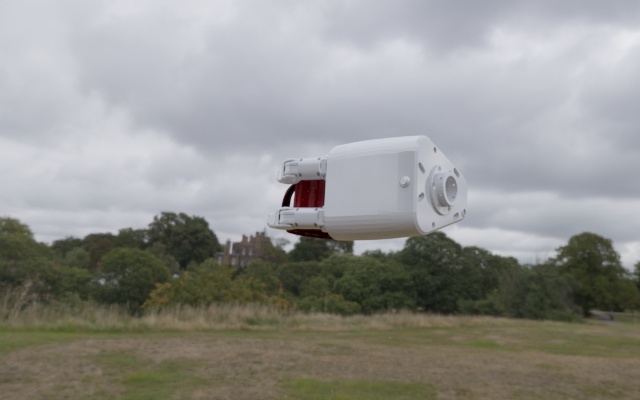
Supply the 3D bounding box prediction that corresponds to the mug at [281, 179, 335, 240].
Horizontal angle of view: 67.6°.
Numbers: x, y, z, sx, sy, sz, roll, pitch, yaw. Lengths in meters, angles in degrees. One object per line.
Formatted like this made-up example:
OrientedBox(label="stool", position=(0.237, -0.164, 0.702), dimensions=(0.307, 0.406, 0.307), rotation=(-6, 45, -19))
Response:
OrientedBox(label="mug", position=(-0.001, 0.002, 0.577), dimensions=(0.117, 0.081, 0.093), rotation=(-3, -12, 40))
